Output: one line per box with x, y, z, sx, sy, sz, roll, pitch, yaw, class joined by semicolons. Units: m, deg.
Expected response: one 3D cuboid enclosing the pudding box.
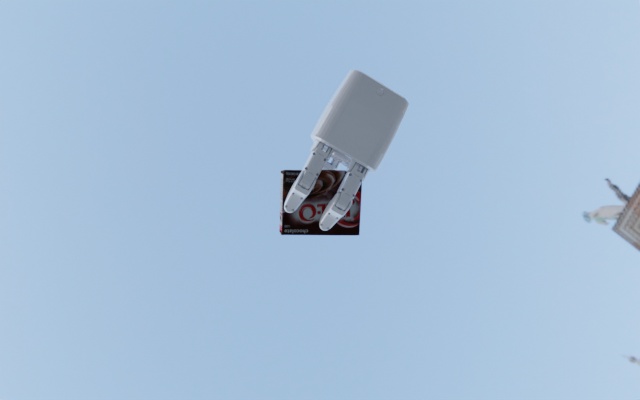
0.000;0.002;0.665;0.113;0.090;0.039;1;6;-8;pudding box
